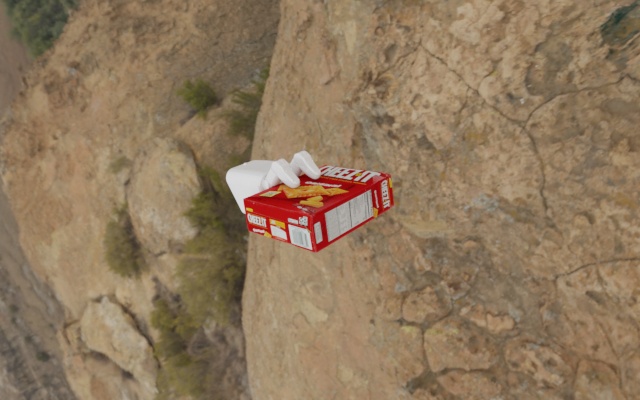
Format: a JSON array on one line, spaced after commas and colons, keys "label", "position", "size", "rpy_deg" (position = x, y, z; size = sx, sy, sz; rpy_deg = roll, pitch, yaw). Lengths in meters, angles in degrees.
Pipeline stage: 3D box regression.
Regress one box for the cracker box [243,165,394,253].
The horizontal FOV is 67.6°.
[{"label": "cracker box", "position": [0.000, 0.003, 0.835], "size": [0.164, 0.072, 0.213], "rpy_deg": [13, 28, 41]}]
